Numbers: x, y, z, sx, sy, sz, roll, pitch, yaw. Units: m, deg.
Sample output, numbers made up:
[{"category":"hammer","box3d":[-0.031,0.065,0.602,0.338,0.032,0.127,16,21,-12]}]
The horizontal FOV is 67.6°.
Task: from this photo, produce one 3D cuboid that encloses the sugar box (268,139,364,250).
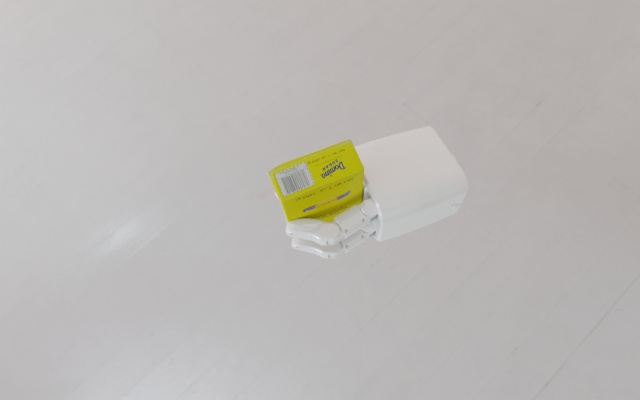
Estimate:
[{"category":"sugar box","box3d":[0.000,0.002,0.560,0.093,0.048,0.176,-21,-24,-5]}]
